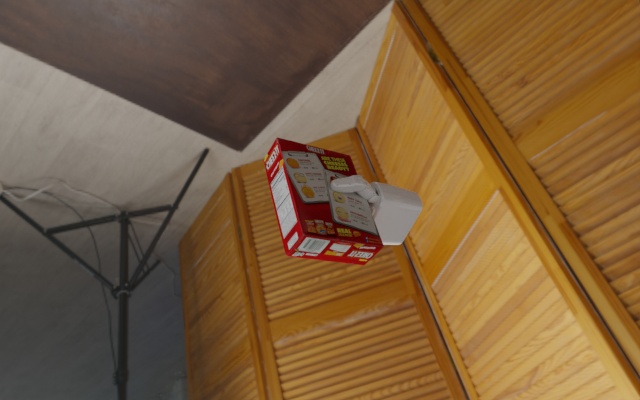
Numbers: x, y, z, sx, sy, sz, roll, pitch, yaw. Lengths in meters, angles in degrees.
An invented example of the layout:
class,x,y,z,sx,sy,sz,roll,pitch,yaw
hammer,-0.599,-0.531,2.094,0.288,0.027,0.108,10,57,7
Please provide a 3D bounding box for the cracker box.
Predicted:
class,x,y,z,sx,sy,sz,roll,pitch,yaw
cracker box,0.000,0.003,0.835,0.164,0.213,0.072,10,-45,-33
